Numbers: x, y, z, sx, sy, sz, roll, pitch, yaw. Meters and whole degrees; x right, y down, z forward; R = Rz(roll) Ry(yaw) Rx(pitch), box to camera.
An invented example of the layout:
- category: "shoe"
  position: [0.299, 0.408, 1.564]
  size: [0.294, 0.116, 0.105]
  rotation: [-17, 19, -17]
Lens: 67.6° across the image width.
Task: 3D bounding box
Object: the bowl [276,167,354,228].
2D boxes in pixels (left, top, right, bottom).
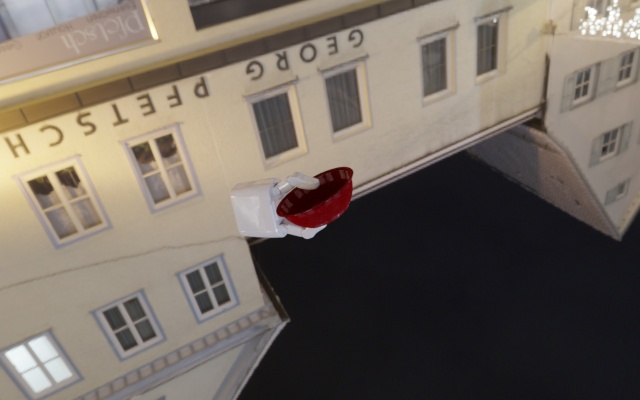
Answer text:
- category: "bowl"
  position: [0.001, 0.003, 0.885]
  size: [0.162, 0.055, 0.162]
  rotation: [-27, 20, 10]
